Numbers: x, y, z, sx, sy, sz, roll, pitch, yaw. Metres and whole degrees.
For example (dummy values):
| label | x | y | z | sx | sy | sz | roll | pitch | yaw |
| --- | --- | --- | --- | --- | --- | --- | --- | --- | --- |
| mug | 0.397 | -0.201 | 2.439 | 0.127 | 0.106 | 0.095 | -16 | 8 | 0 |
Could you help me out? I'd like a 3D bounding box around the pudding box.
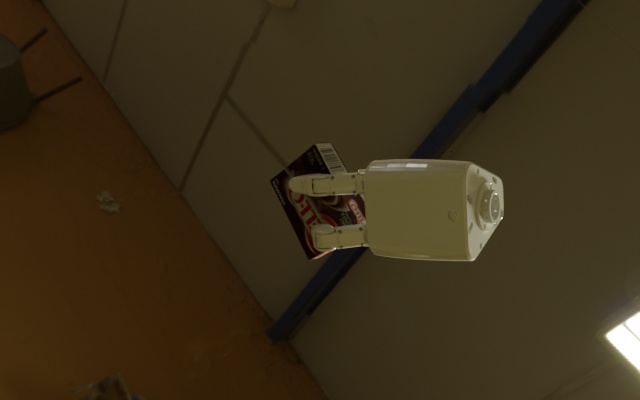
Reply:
| label | x | y | z | sx | sy | sz | roll | pitch | yaw |
| --- | --- | --- | --- | --- | --- | --- | --- | --- | --- |
| pudding box | 0.000 | 0.002 | 0.559 | 0.090 | 0.113 | 0.039 | -35 | -14 | 38 |
